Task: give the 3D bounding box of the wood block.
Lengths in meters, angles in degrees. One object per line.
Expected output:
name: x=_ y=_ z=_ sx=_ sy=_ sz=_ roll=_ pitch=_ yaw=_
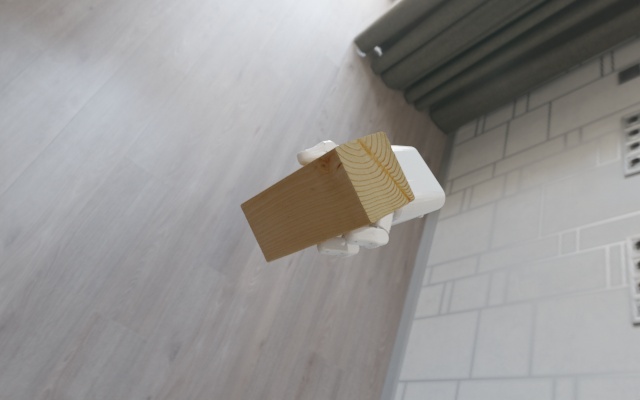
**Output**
wood block: x=0.000 y=0.002 z=0.599 sx=0.090 sy=0.091 sz=0.206 roll=-24 pitch=-2 yaw=-43
